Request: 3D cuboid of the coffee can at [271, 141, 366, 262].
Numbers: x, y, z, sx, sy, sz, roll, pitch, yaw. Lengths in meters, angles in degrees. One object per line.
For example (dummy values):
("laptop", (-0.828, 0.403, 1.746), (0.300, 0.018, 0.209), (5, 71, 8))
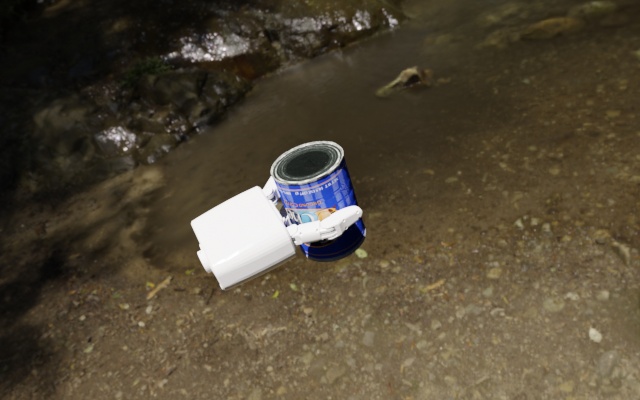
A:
("coffee can", (0.000, 0.002, 0.678), (0.103, 0.140, 0.102), (-13, 34, 9))
